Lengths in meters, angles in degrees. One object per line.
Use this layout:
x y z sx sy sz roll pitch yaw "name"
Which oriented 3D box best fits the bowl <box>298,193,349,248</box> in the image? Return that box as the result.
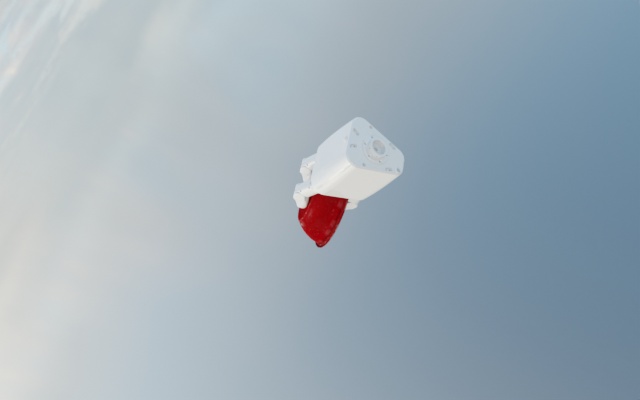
-0.001 0.004 0.883 0.055 0.162 0.162 20 -5 -13 "bowl"
